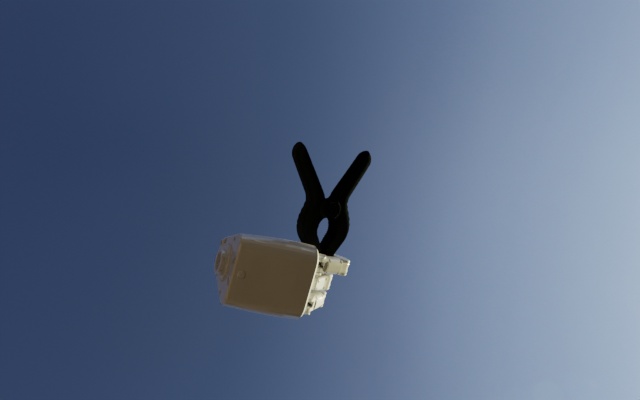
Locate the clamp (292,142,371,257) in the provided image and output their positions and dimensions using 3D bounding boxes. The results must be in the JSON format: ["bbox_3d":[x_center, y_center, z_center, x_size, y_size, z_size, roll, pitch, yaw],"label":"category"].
[{"bbox_3d":[0.000,0.002,0.650,0.120,0.171,0.039,14,1,-25],"label":"clamp"}]
